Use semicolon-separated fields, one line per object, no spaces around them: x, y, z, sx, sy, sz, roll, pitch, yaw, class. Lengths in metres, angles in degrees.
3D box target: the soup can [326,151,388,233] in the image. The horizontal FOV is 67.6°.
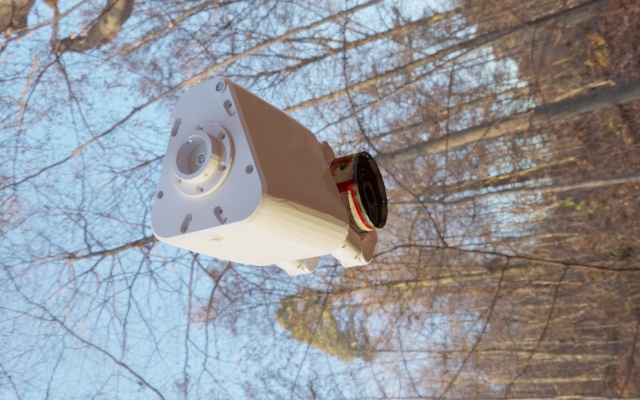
0.000;0.001;0.425;0.102;0.068;0.068;-13;-6;26;soup can
